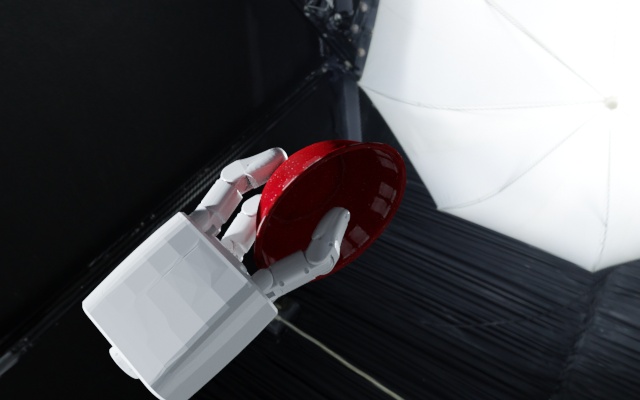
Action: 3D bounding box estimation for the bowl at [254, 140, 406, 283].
[{"bbox_3d":[0.001,0.001,0.441,0.162,0.162,0.055,0,38,-42],"label":"bowl"}]
